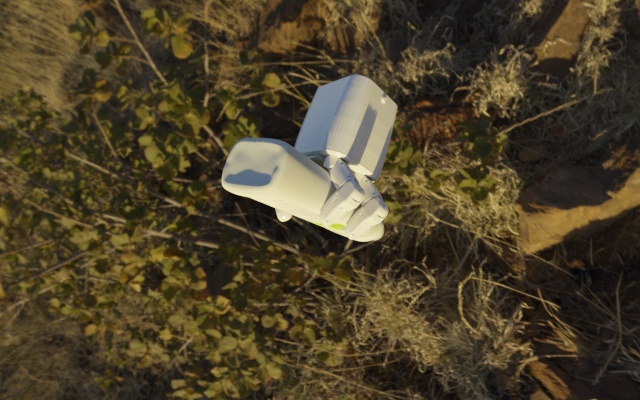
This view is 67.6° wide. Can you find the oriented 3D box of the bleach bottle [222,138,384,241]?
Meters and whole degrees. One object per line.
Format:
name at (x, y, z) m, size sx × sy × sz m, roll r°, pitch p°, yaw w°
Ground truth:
bleach bottle at (0.000, 0.002, 0.615) m, size 0.102 × 0.068 × 0.251 m, roll 8°, pitch -14°, yaw 41°
